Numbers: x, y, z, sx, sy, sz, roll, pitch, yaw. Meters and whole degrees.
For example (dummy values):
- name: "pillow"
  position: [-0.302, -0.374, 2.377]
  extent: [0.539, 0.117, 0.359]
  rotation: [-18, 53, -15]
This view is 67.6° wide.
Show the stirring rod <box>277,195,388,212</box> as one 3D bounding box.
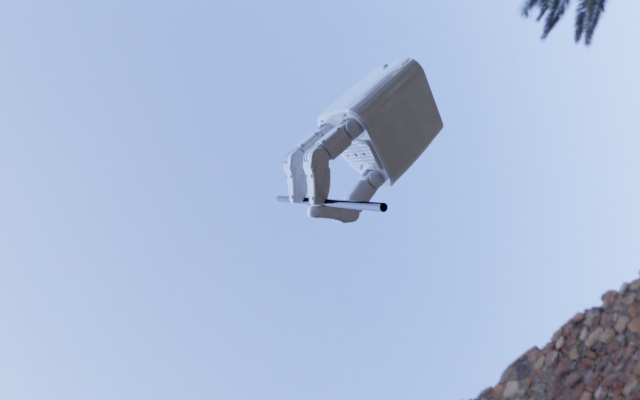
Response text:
- name: "stirring rod"
  position: [0.000, 0.002, 0.509]
  extent: [0.011, 0.011, 0.239]
  rotation: [0, 2, -26]
